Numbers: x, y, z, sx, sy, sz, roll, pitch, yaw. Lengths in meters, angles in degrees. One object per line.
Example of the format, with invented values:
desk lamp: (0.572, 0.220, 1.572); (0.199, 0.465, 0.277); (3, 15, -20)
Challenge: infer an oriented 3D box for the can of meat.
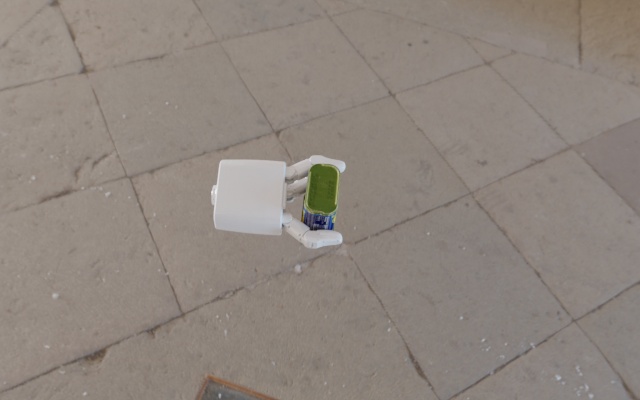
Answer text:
can of meat: (0.000, 0.002, 0.770); (0.057, 0.102, 0.084); (6, -34, -1)
